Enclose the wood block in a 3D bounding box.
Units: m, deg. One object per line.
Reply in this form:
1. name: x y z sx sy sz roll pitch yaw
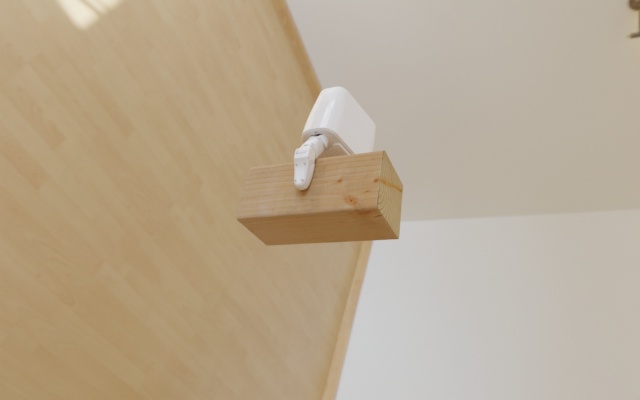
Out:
1. wood block: 0.000 0.002 0.666 0.206 0.090 0.091 -6 -33 25
